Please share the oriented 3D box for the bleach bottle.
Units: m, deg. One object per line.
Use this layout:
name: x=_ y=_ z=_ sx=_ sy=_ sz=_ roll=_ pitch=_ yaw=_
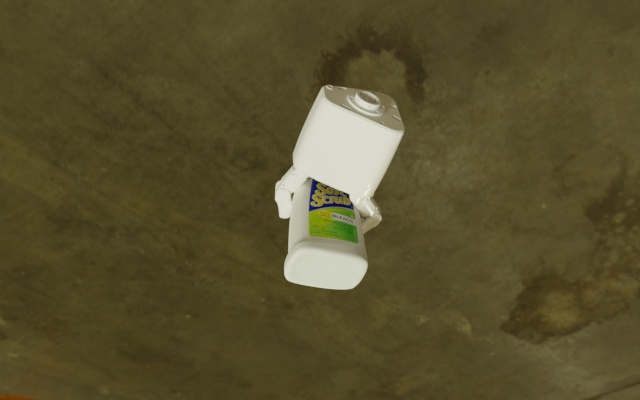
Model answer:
bleach bottle: x=0.000 y=0.002 z=0.661 sx=0.102 sy=0.068 sz=0.250 roll=12 pitch=40 yaw=-15
